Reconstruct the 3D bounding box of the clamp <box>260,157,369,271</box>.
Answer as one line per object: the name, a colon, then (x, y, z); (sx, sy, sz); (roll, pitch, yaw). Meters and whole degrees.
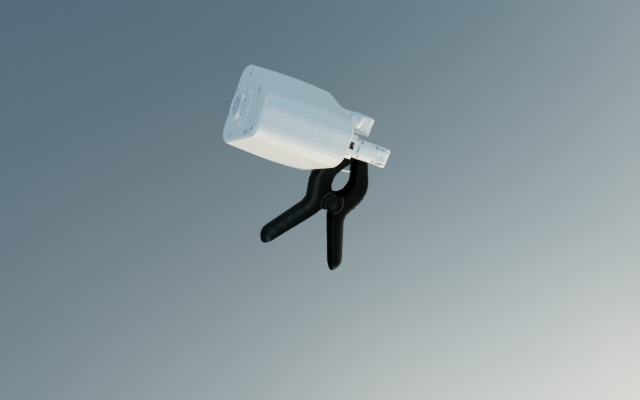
clamp: (0.000, 0.002, 0.604); (0.120, 0.171, 0.039); (15, 11, -31)
